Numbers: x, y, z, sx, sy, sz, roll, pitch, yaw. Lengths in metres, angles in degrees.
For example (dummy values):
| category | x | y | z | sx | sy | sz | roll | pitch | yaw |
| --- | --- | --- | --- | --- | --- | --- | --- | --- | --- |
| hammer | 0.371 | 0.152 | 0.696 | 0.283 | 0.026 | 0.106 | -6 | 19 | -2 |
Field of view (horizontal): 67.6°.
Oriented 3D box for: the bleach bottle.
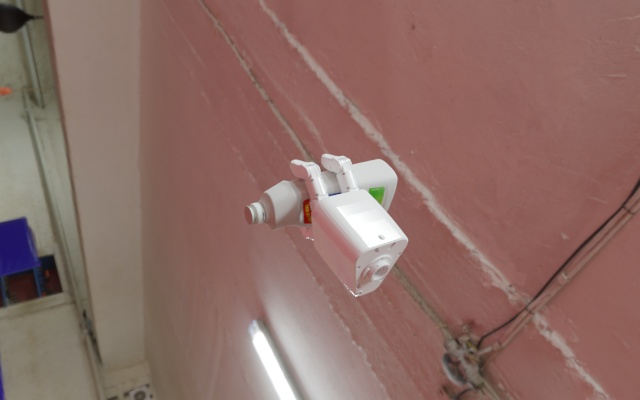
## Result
| category | x | y | z | sx | sy | sz | roll | pitch | yaw |
| --- | --- | --- | --- | --- | --- | --- | --- | --- | --- |
| bleach bottle | 0.000 | 0.002 | 0.748 | 0.251 | 0.103 | 0.068 | -14 | 47 | -31 |
